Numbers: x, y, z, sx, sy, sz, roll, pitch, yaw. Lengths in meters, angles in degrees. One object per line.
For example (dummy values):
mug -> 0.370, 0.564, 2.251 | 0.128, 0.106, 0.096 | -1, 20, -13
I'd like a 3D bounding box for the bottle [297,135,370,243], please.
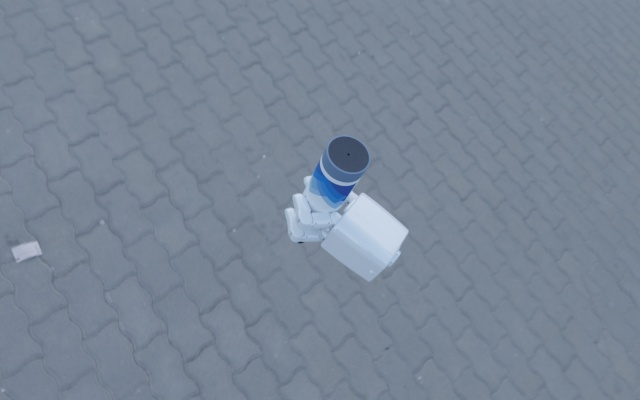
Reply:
bottle -> 0.000, 0.002, 0.805 | 0.069, 0.069, 0.296 | 0, -28, -18
